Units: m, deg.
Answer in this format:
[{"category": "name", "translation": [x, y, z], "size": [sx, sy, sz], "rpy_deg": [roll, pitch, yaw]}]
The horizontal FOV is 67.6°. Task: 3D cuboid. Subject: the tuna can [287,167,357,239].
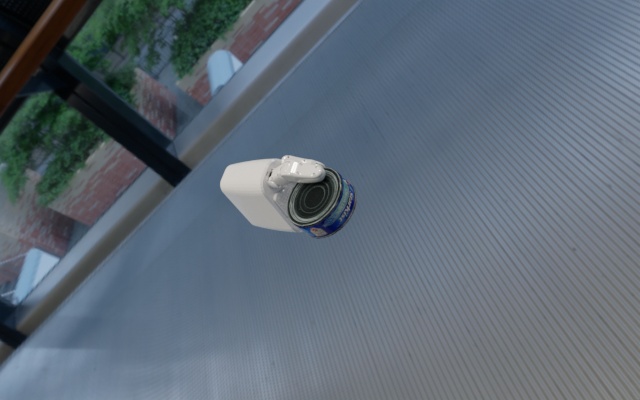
[{"category": "tuna can", "translation": [0.000, 0.002, 0.595], "size": [0.086, 0.086, 0.034], "rpy_deg": [0, -28, 41]}]
